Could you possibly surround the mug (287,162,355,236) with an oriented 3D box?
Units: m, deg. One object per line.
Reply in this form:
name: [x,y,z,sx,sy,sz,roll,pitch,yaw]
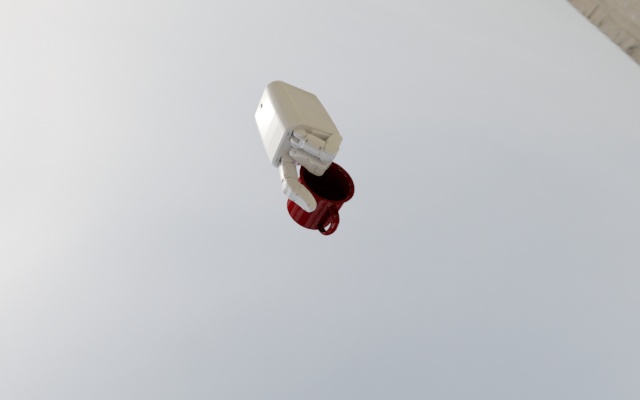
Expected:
mug: [0.001,0.004,0.754,0.093,0.117,0.081,-3,-37,-31]
